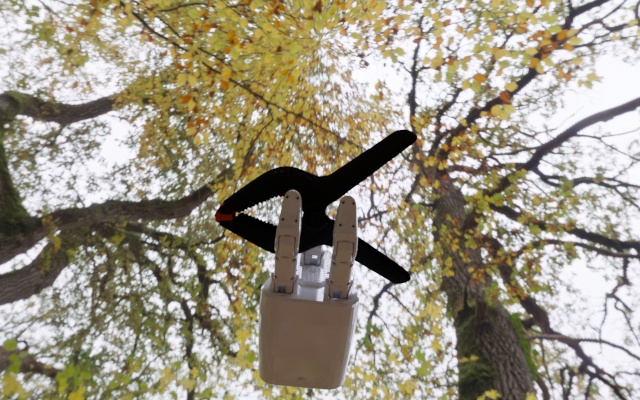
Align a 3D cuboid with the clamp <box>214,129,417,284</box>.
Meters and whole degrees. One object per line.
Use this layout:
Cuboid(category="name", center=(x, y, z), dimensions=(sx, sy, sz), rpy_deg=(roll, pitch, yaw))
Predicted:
Cuboid(category="clamp", center=(0.000, 0.002, 0.489), dimensions=(0.210, 0.164, 0.036), rpy_deg=(6, 16, -2))
